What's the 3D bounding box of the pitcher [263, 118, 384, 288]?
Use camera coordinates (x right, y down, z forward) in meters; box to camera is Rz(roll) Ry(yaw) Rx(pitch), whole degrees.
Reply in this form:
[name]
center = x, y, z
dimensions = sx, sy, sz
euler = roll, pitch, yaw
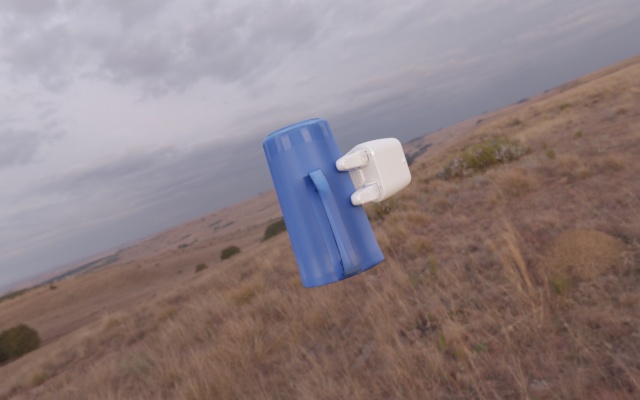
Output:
[pitcher]
center = 0.000, 0.002, 0.730
dimensions = 0.149, 0.243, 0.145
euler = -18, 2, 39
